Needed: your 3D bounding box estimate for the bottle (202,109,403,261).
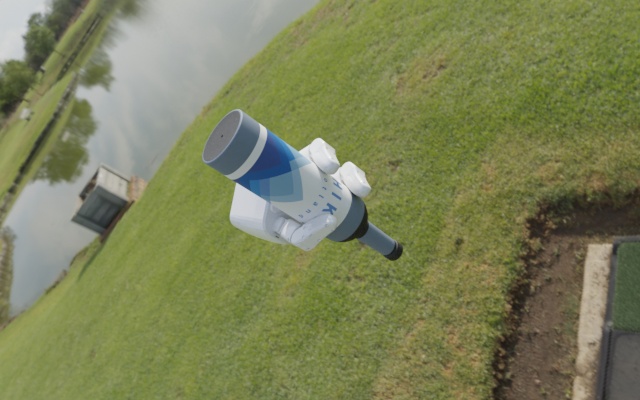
[{"bbox_3d":[0.000,0.002,0.573,0.296,0.069,0.069,34,-20,-33],"label":"bottle"}]
